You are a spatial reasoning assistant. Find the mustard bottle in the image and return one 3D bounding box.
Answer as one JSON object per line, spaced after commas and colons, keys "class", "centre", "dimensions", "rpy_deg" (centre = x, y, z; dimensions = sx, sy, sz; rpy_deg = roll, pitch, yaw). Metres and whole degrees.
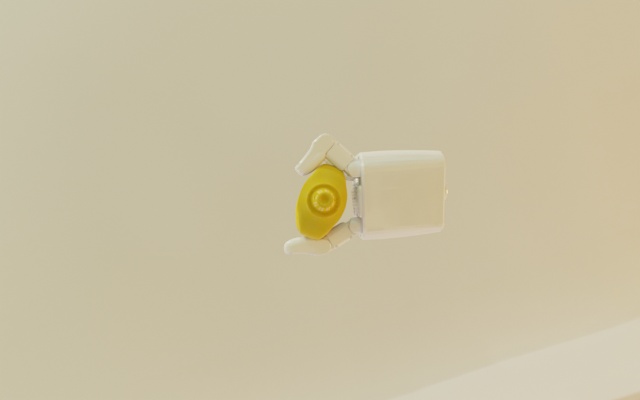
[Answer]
{"class": "mustard bottle", "centre": [0.000, 0.002, 0.620], "dimensions": [0.058, 0.096, 0.191], "rpy_deg": [21, -2, -3]}
